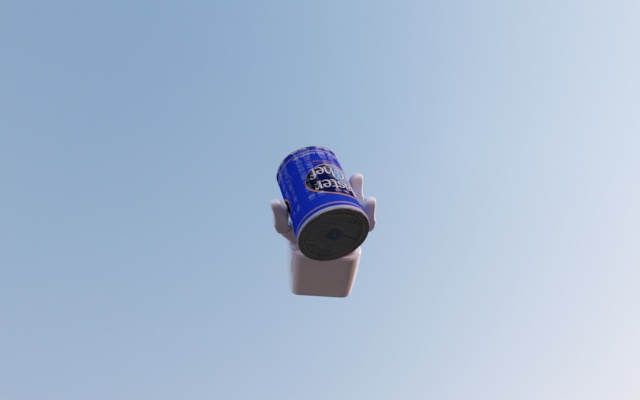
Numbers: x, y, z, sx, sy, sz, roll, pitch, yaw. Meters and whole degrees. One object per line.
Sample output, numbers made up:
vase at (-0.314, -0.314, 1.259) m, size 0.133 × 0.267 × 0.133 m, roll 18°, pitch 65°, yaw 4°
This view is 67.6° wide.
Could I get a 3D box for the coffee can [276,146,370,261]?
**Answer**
coffee can at (0.000, 0.002, 0.696) m, size 0.103 × 0.103 × 0.140 m, roll 0°, pitch 41°, yaw -21°
